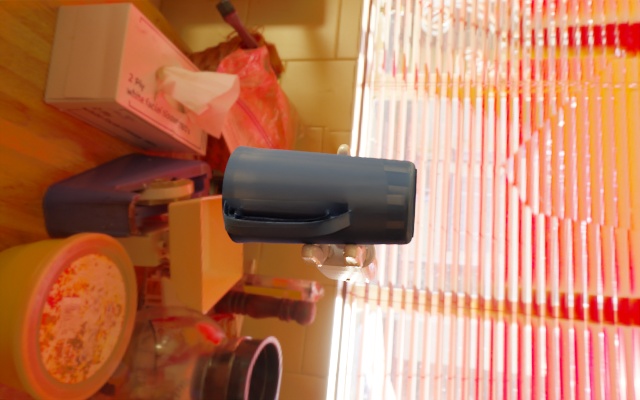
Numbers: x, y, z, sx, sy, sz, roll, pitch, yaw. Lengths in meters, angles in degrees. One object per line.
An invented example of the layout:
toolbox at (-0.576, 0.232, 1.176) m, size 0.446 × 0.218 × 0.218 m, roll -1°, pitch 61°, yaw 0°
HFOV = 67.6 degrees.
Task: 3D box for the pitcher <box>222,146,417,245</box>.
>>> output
pitcher at (0.000, 0.002, 0.622) m, size 0.243 × 0.149 × 0.145 m, roll 3°, pitch -25°, yaw 12°
